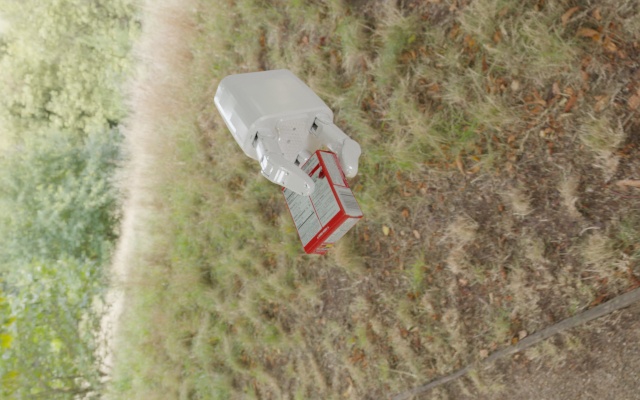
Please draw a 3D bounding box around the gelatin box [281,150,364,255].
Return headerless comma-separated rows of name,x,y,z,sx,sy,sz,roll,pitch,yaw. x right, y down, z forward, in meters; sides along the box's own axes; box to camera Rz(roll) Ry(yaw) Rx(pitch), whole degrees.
gelatin box,0.000,0.002,0.511,0.030,0.089,0.073,7,-41,-40
